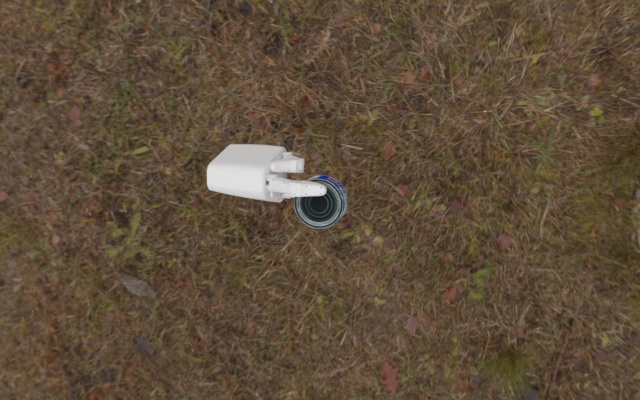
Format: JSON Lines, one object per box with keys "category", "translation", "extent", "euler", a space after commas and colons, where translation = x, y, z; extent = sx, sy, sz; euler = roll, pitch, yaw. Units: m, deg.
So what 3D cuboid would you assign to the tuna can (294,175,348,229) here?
{"category": "tuna can", "translation": [0.000, 0.003, 0.779], "extent": [0.086, 0.086, 0.033], "euler": [0, 11, 13]}
